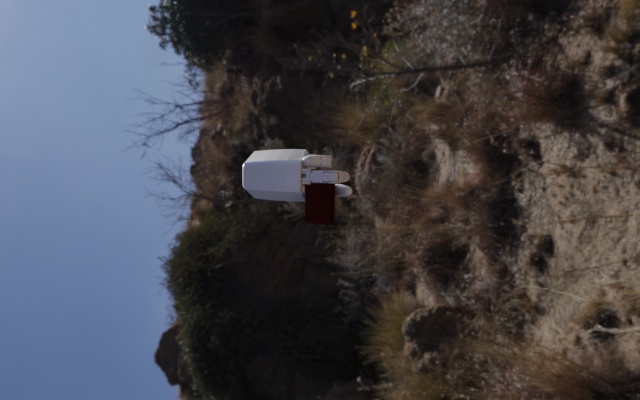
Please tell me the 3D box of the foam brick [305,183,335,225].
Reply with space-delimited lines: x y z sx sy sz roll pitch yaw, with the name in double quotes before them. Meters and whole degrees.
"foam brick" 0.000 0.003 0.879 0.051 0.078 0.053 1 4 5
